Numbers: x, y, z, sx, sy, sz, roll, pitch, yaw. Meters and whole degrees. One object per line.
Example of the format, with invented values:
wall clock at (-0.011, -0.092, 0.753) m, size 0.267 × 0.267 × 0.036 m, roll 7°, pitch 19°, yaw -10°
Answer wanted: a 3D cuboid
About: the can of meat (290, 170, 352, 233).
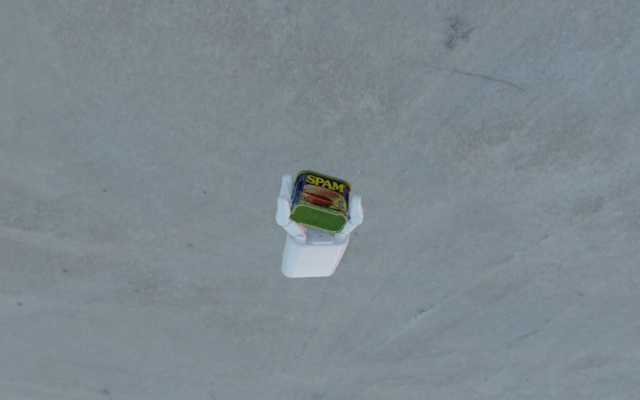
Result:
can of meat at (0.000, 0.003, 0.834) m, size 0.102 × 0.083 × 0.057 m, roll 16°, pitch -45°, yaw -8°
